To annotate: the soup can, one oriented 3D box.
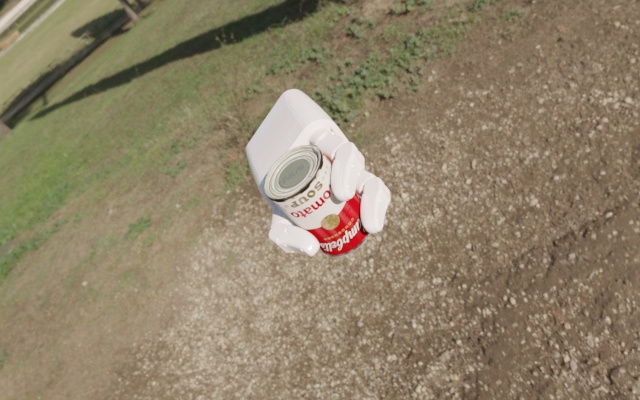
[{"bbox_3d":[0.000,0.002,0.475,0.068,0.068,0.102,0,-35,41],"label":"soup can"}]
